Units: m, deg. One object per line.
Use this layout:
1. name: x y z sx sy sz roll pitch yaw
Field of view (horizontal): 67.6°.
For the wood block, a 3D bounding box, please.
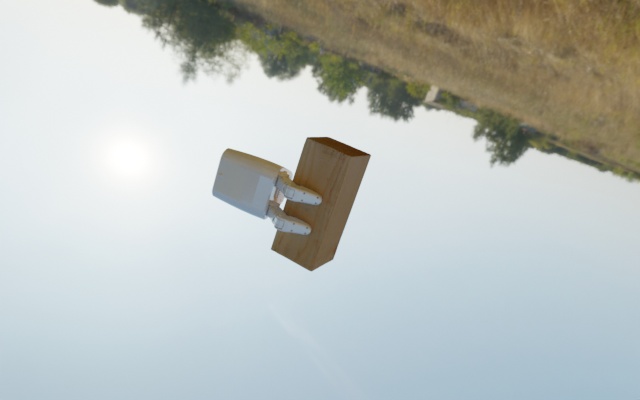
1. wood block: 0.000 0.003 0.821 0.090 0.206 0.091 26 18 21
